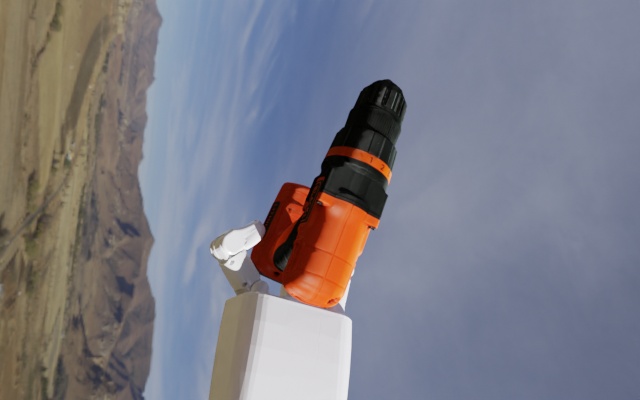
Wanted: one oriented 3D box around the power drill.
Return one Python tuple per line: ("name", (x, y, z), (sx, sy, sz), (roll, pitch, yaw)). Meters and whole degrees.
("power drill", (0.000, 0.002, 0.419), (0.057, 0.184, 0.188), (27, -19, -11))
